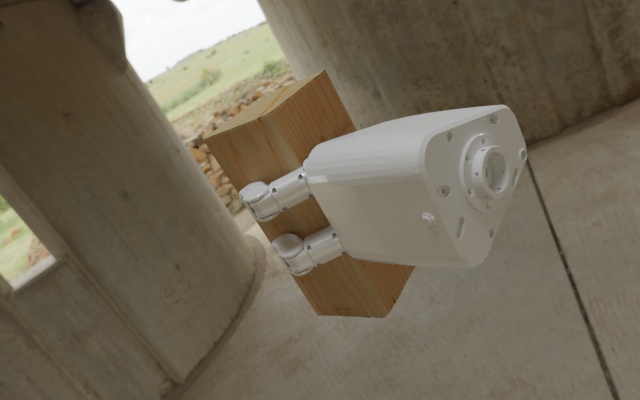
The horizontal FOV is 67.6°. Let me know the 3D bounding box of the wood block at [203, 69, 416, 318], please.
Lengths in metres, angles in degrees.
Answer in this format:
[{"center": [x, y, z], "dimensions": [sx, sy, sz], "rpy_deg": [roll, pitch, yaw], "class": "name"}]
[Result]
[{"center": [0.000, 0.001, 0.442], "dimensions": [0.090, 0.206, 0.090], "rpy_deg": [-10, 28, 42], "class": "wood block"}]
